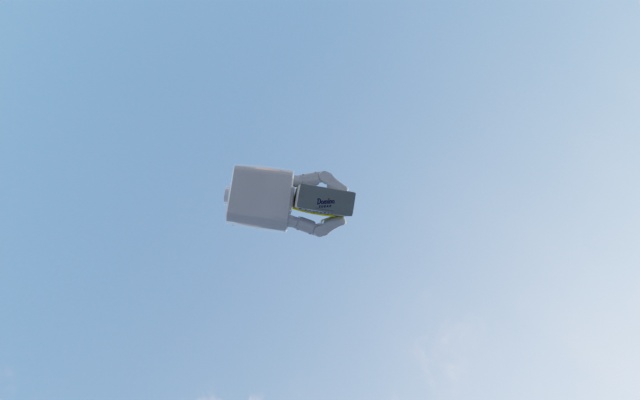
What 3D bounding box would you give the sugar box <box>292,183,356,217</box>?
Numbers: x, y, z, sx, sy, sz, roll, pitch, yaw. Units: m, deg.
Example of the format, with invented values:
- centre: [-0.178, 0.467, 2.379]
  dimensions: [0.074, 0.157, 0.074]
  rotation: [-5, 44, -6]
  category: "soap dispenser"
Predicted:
- centre: [0.000, 0.003, 0.838]
  dimensions: [0.093, 0.048, 0.176]
  rotation: [10, -1, -5]
  category: "sugar box"
